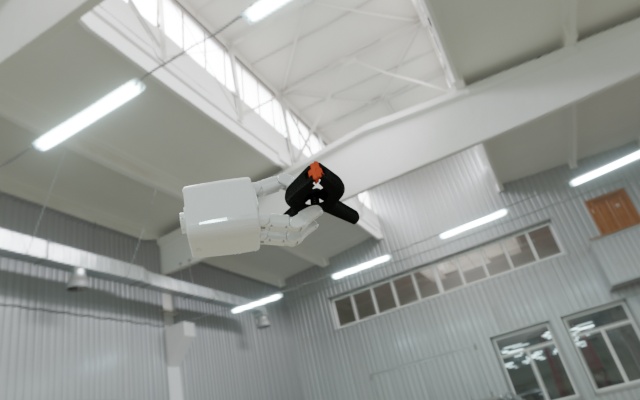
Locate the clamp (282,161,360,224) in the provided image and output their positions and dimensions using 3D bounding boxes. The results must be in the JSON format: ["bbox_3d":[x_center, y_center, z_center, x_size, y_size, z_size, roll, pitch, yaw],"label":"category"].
[{"bbox_3d":[0.000,0.002,0.775,0.164,0.036,0.210,-8,-27,-13],"label":"clamp"}]
